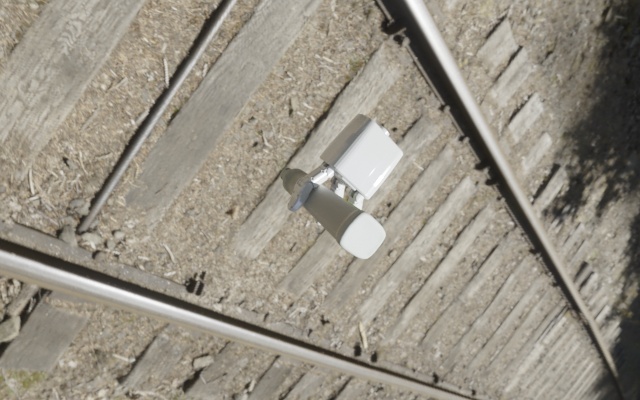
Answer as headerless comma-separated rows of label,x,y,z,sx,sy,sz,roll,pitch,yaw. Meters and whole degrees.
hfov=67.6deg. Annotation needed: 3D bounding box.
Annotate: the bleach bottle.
bleach bottle,0.000,0.003,0.841,0.250,0.068,0.103,39,0,43
